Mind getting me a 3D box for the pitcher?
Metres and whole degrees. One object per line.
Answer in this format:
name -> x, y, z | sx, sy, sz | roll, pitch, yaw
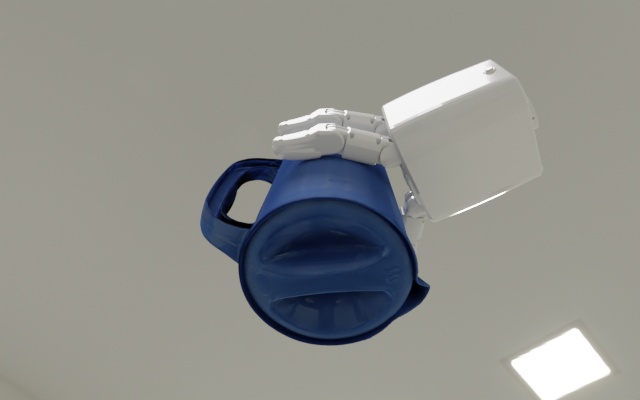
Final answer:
pitcher -> 0.000, 0.001, 0.450 | 0.145, 0.149, 0.242 | -24, 24, 14
